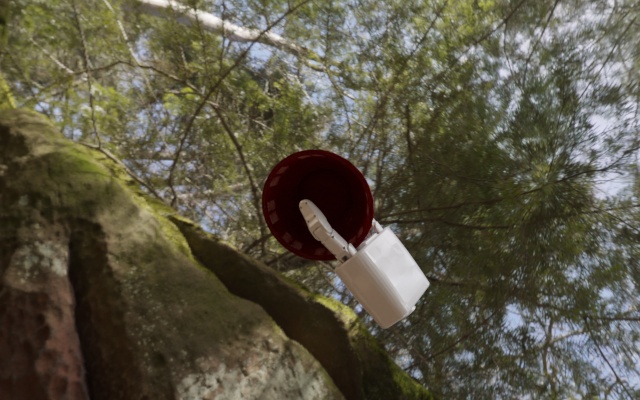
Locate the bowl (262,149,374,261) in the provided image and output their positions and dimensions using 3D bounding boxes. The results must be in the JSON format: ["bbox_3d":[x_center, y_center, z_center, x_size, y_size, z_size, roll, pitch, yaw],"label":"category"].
[{"bbox_3d":[0.000,0.001,0.686,0.162,0.162,0.055,0,16,14],"label":"bowl"}]
